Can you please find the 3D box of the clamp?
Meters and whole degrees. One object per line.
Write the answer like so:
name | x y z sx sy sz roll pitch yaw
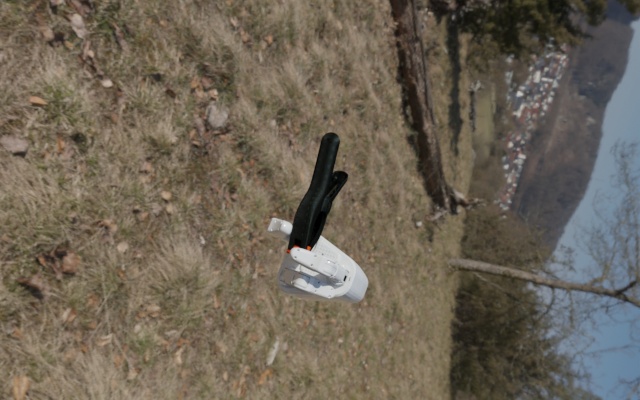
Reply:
clamp | 0.001 0.002 0.672 0.039 0.171 0.120 17 -13 24
